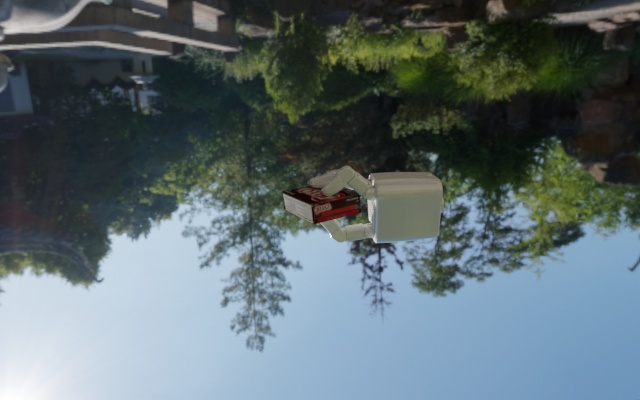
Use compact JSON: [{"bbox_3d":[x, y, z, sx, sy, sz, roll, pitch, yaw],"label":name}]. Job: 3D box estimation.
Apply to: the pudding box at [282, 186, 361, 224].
[{"bbox_3d":[0.000,0.003,0.788,0.090,0.039,0.113,-11,14,-28],"label":"pudding box"}]
